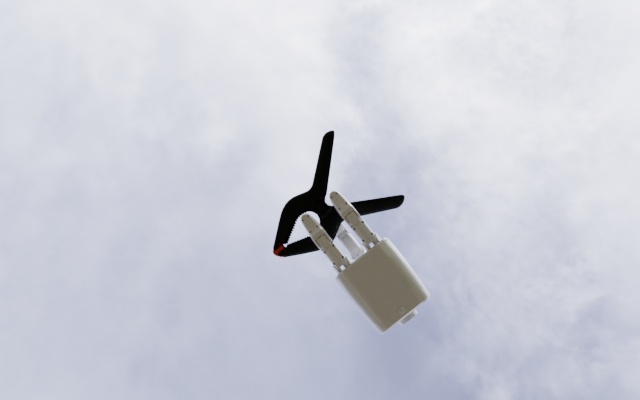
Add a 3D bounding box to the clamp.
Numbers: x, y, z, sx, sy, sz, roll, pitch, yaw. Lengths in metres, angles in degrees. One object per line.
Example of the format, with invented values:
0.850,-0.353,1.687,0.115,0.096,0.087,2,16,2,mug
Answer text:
0.000,0.003,0.743,0.210,0.164,0.036,-39,-15,1,clamp
